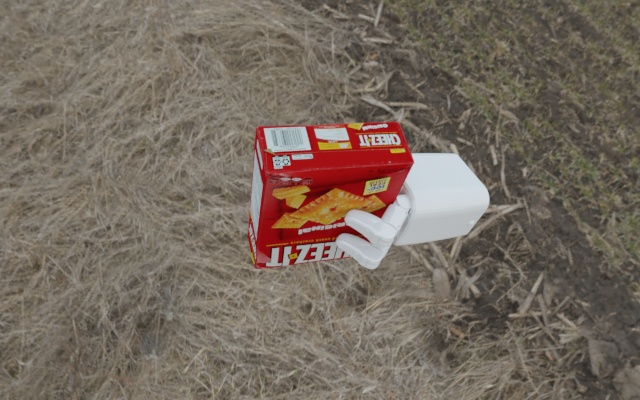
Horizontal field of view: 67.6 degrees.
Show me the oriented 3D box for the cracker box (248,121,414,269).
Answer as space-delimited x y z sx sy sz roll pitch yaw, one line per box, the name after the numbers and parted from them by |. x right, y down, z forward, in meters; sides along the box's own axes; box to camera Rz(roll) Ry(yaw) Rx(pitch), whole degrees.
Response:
0.000 0.002 0.585 0.164 0.072 0.214 -4 -34 -14 | cracker box
